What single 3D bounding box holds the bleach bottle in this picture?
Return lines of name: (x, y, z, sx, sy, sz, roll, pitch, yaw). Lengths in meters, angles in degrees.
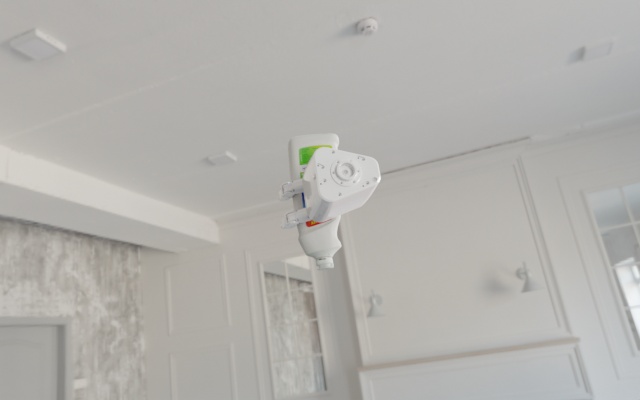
bleach bottle: (0.000, 0.003, 0.890, 0.102, 0.250, 0.068, -5, -17, -10)
